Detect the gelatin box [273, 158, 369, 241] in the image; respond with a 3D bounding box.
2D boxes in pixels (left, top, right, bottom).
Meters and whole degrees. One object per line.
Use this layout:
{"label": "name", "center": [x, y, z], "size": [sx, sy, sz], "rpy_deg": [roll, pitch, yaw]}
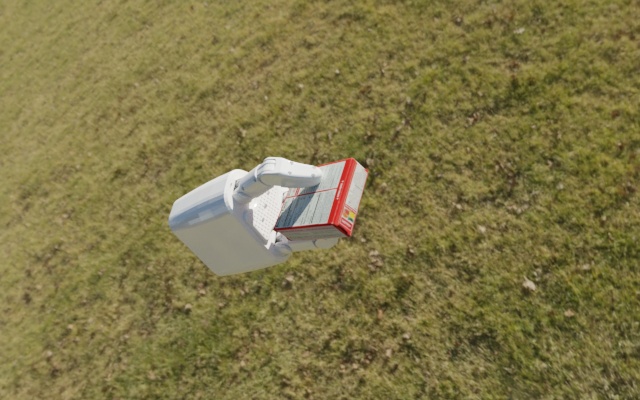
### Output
{"label": "gelatin box", "center": [0.000, 0.001, 0.480], "size": [0.089, 0.073, 0.030], "rpy_deg": [-10, -36, 46]}
